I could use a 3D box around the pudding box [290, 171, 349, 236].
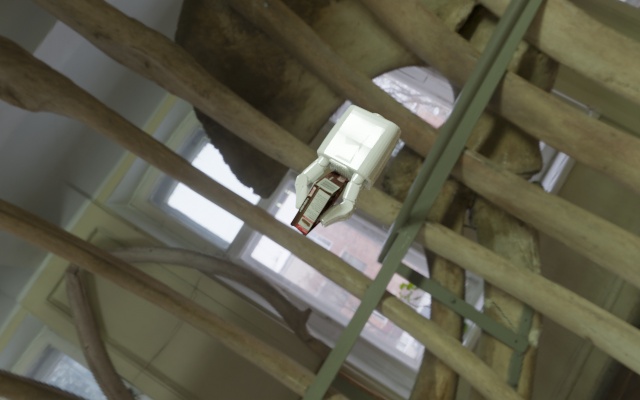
[{"bbox_3d":[0.000,0.003,0.820,0.039,0.090,0.113,35,21,9],"label":"pudding box"}]
